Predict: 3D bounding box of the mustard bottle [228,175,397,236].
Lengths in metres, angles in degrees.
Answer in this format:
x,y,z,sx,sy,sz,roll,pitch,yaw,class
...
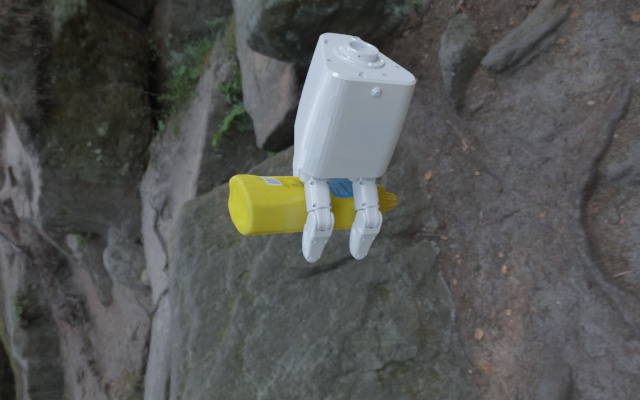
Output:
x,y,z,sx,sy,sz,roll,pitch,yaw,class
0.000,0.002,0.534,0.191,0.058,0.096,-1,17,-23,mustard bottle
